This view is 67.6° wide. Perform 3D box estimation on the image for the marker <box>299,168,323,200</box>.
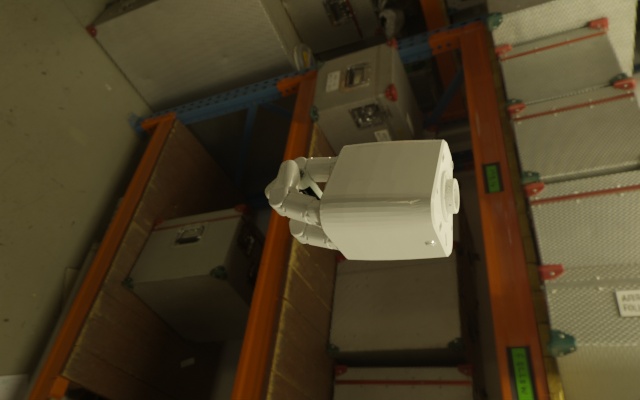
[{"bbox_3d":[0.000,0.002,0.553,0.020,0.020,0.121,0,-29,27],"label":"marker"}]
